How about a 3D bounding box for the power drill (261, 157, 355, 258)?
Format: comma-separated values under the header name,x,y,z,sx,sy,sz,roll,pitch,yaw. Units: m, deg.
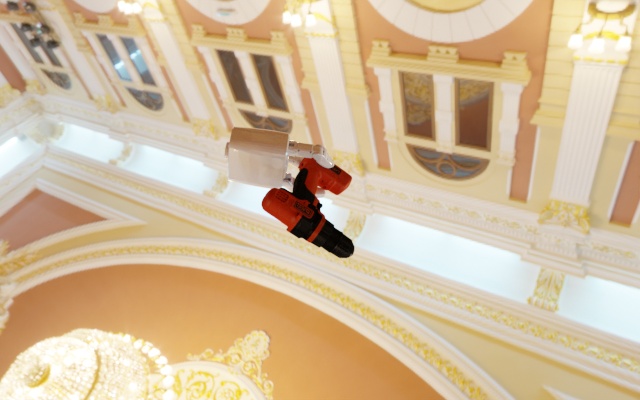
name,x,y,z,sx,sy,sz,roll,pitch,yaw
power drill,0.000,0.002,0.879,0.184,0.057,0.187,35,38,-7
